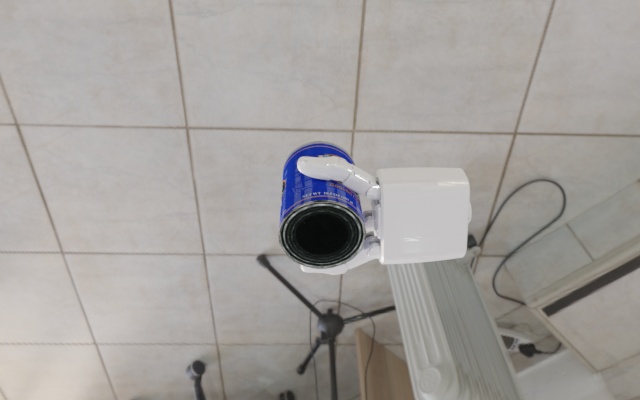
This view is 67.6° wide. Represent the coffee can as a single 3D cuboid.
[{"bbox_3d":[0.000,0.002,0.609,0.103,0.103,0.140,0,35,-2],"label":"coffee can"}]
